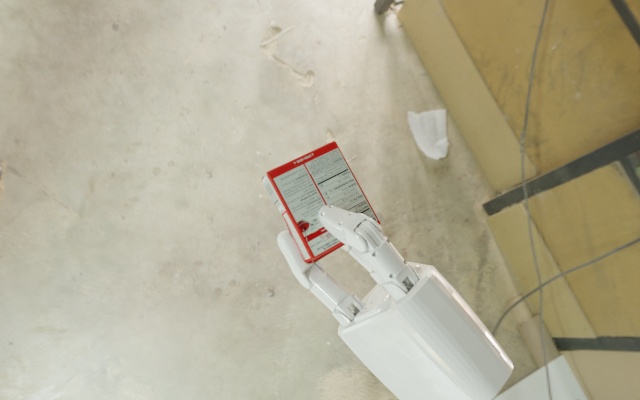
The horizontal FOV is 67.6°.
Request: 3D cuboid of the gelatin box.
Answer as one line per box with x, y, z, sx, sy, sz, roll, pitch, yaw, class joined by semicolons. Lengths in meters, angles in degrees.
0.000;0.001;0.430;0.073;0.089;0.030;-28;-2;-20;gelatin box
